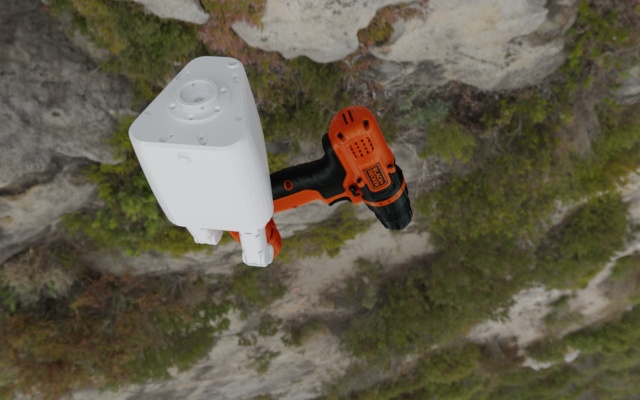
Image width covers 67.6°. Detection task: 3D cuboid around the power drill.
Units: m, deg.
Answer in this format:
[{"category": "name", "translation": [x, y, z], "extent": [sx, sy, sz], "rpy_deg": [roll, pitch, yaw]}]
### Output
[{"category": "power drill", "translation": [0.000, 0.002, 0.520], "extent": [0.187, 0.057, 0.184], "rpy_deg": [-26, -45, 7]}]
